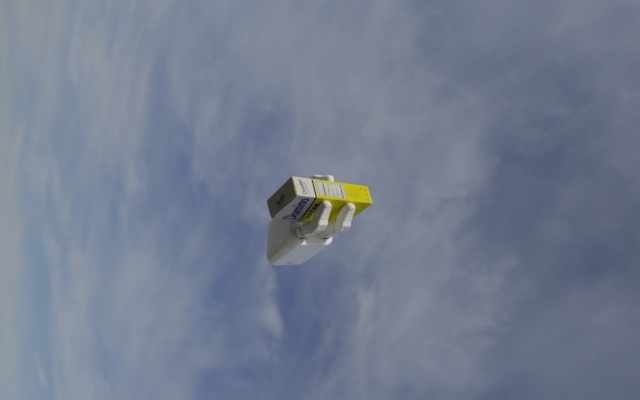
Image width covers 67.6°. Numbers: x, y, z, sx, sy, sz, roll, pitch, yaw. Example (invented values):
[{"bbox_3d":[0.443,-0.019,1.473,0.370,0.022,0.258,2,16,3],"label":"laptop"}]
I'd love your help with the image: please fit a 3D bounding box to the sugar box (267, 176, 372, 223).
[{"bbox_3d":[0.000,0.003,0.886,0.176,0.048,0.093,2,-30,-37],"label":"sugar box"}]
